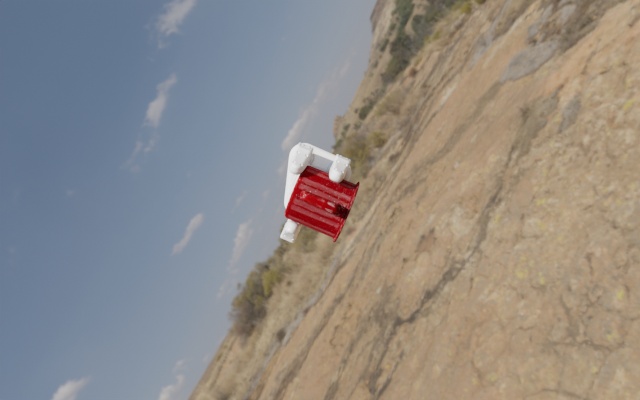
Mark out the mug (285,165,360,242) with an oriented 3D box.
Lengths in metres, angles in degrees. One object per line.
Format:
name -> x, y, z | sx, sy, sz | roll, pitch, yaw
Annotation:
mug -> 0.000, 0.002, 0.662 | 0.081, 0.093, 0.117 | 23, 5, 0
